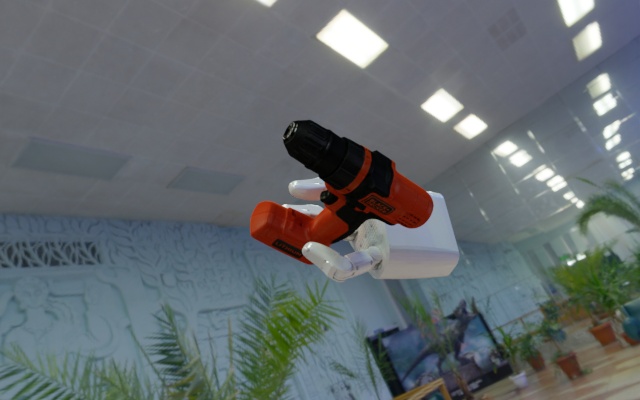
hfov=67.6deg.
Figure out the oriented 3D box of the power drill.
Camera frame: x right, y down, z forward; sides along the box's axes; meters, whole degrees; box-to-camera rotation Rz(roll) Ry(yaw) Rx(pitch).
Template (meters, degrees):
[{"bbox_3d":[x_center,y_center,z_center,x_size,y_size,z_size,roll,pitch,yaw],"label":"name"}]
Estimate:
[{"bbox_3d":[0.000,0.002,0.528,0.184,0.057,0.188,30,-38,-25],"label":"power drill"}]
